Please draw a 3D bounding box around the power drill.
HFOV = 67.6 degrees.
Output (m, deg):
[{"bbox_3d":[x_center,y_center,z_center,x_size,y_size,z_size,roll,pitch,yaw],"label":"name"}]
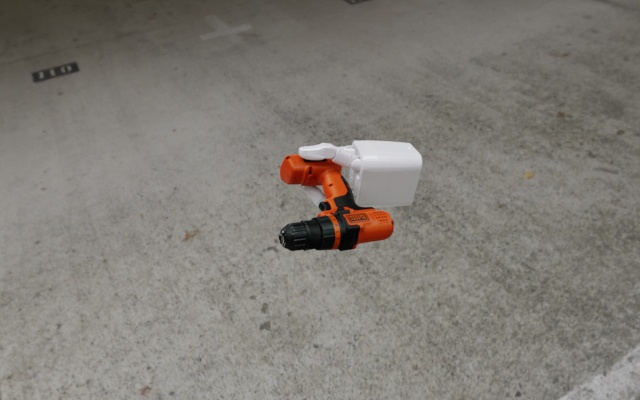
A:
[{"bbox_3d":[0.000,0.002,0.753,0.184,0.057,0.187,-4,44,-27],"label":"power drill"}]
